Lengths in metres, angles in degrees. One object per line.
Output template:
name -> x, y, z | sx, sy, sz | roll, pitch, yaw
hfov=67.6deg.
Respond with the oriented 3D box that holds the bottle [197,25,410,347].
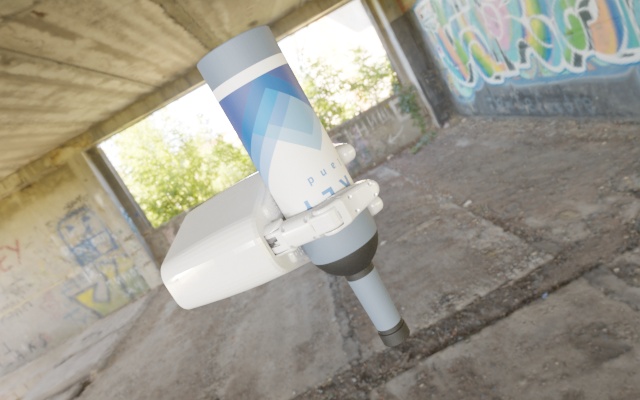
bottle -> 0.000, 0.001, 0.414 | 0.069, 0.296, 0.069 | -28, 11, 6
